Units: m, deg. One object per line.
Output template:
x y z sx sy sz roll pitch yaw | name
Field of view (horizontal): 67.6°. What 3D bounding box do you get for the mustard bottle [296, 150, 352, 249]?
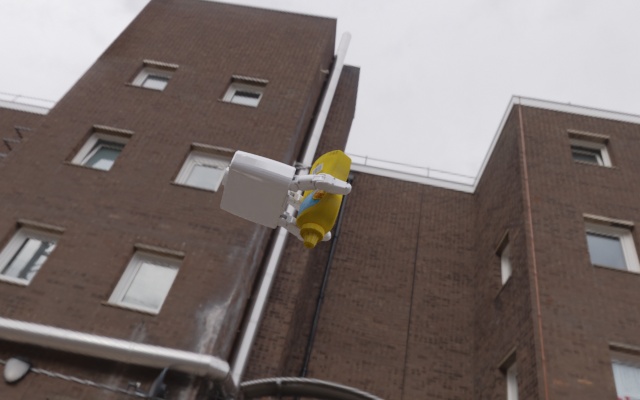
0.000 0.003 0.843 0.058 0.191 0.096 35 -43 -22 | mustard bottle
